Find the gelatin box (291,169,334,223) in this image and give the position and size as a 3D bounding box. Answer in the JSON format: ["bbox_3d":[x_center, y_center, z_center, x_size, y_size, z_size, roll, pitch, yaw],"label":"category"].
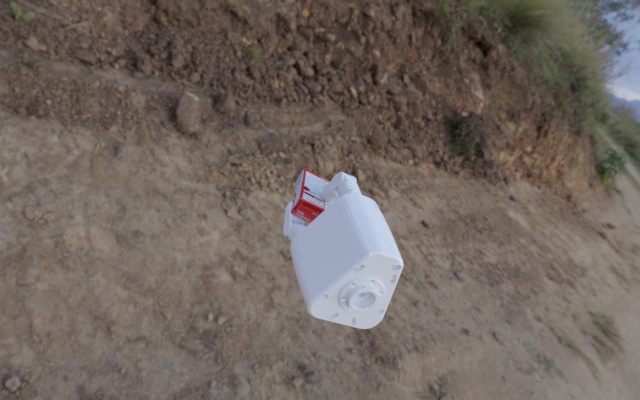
[{"bbox_3d":[0.000,0.002,0.658,0.073,0.030,0.089,27,28,-13],"label":"gelatin box"}]
